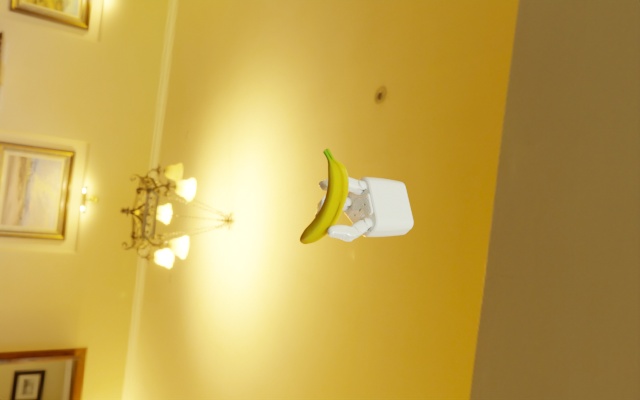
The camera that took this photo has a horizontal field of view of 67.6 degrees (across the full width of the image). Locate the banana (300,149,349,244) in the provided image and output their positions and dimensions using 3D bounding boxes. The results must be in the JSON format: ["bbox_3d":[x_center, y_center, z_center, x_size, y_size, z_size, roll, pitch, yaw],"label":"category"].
[{"bbox_3d":[0.012,0.009,0.872,0.037,0.198,0.069,-3,30,-39],"label":"banana"}]
